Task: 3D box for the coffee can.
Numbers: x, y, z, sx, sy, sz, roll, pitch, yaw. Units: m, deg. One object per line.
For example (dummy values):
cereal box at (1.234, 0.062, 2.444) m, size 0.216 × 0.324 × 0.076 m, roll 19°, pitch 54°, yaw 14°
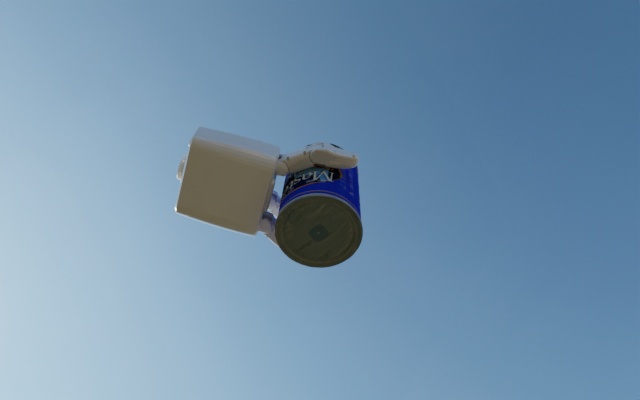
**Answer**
coffee can at (0.000, 0.002, 0.610) m, size 0.103 × 0.103 × 0.140 m, roll 0°, pitch 32°, yaw 2°
